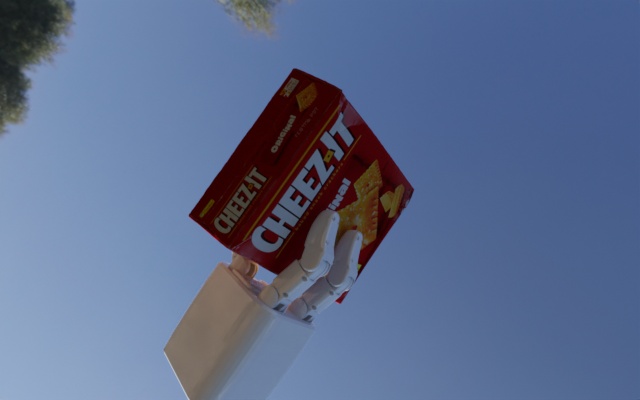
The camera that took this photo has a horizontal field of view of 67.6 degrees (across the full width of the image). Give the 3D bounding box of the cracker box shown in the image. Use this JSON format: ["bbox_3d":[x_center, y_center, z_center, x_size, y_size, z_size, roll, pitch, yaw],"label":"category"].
[{"bbox_3d":[0.000,0.002,0.486,0.072,0.164,0.214,31,-5,35],"label":"cracker box"}]
